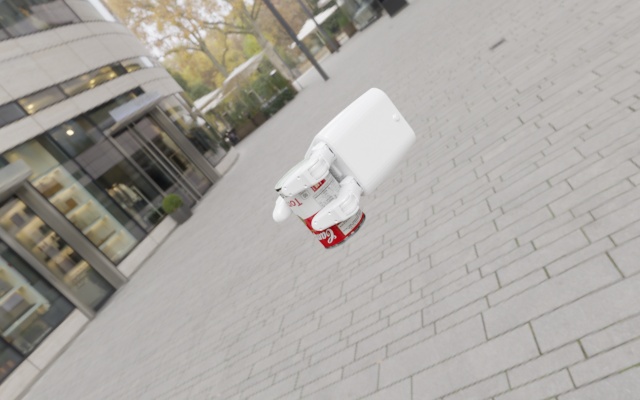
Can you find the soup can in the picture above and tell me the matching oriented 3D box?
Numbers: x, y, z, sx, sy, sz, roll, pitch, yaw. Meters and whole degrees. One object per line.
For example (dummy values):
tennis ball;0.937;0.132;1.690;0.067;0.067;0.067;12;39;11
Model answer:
soup can;0.000;0.002;0.600;0.068;0.102;0.068;-37;15;11
